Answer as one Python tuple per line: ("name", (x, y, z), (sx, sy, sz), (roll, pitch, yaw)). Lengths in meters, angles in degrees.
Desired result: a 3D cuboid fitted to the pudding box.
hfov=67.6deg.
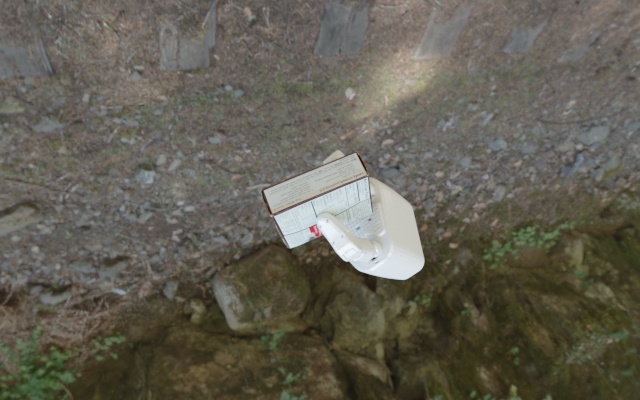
("pudding box", (0.000, 0.002, 0.526), (0.113, 0.039, 0.090), (-24, -30, -4))
